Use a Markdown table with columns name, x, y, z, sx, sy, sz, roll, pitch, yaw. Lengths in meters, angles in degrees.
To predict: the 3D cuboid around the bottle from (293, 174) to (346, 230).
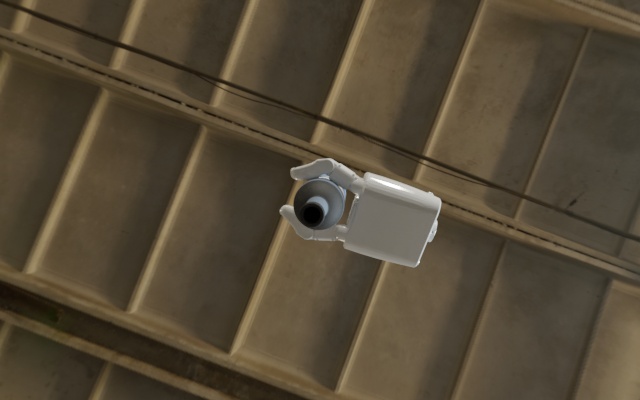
| name | x | y | z | sx | sy | sz | roll | pitch | yaw |
| --- | --- | --- | --- | --- | --- | --- | --- | --- | --- |
| bottle | 0.000 | 0.002 | 0.656 | 0.069 | 0.069 | 0.295 | 0 | 5 | 4 |
